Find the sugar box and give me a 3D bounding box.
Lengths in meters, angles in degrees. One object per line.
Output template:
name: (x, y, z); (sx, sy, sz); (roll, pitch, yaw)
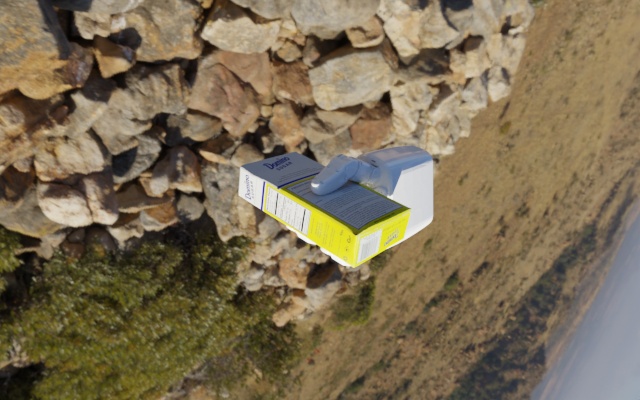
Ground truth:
sugar box: (0.000, 0.002, 0.530); (0.176, 0.048, 0.093); (27, 32, 35)
